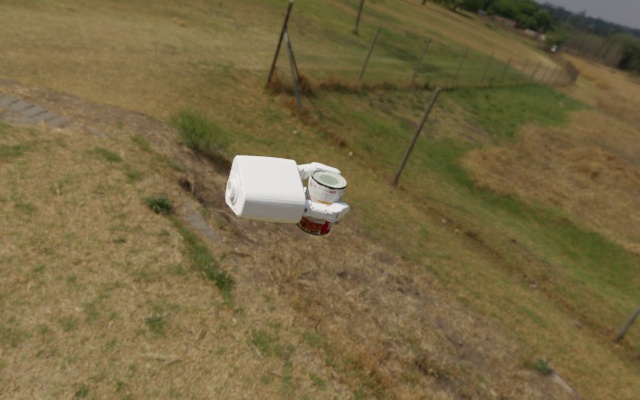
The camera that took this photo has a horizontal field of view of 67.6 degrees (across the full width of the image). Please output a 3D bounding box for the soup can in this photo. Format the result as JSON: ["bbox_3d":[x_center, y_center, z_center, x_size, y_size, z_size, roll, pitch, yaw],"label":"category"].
[{"bbox_3d":[0.001,0.003,0.861,0.068,0.102,0.068,15,27,-8],"label":"soup can"}]
